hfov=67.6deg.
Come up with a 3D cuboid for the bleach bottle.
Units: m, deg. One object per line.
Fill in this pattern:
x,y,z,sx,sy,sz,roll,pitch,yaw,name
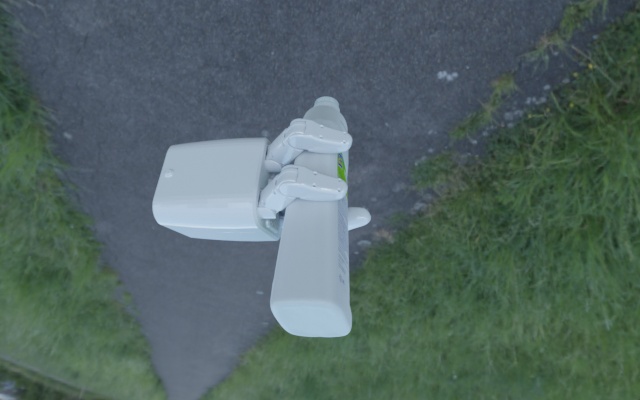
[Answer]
0.000,0.002,0.489,0.068,0.250,0.103,-1,-32,10,bleach bottle
